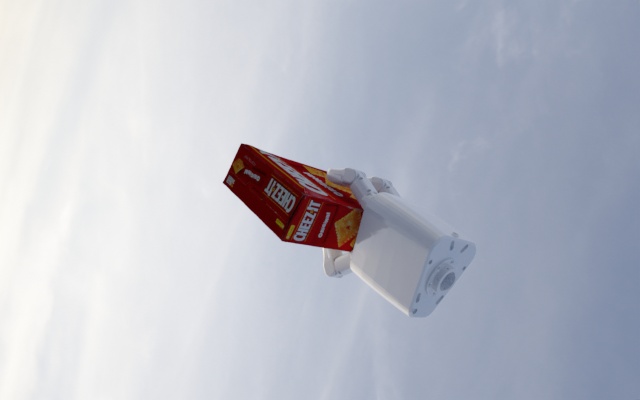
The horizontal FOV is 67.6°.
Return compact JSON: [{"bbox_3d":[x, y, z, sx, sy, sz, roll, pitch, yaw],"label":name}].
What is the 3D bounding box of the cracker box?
[{"bbox_3d":[0.000,0.002,0.656,0.214,0.072,0.164,15,15,-43],"label":"cracker box"}]
